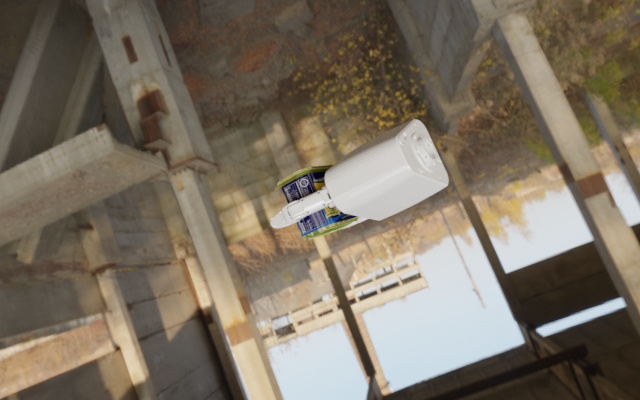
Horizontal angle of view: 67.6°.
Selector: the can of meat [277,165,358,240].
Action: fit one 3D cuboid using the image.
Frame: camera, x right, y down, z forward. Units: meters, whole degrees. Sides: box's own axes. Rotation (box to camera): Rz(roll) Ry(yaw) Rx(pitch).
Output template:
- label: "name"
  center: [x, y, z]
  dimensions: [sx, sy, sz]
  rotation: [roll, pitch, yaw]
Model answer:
- label: "can of meat"
  center: [0.000, 0.002, 0.646]
  dimensions: [0.057, 0.084, 0.102]
  rotation: [-28, -8, 30]
